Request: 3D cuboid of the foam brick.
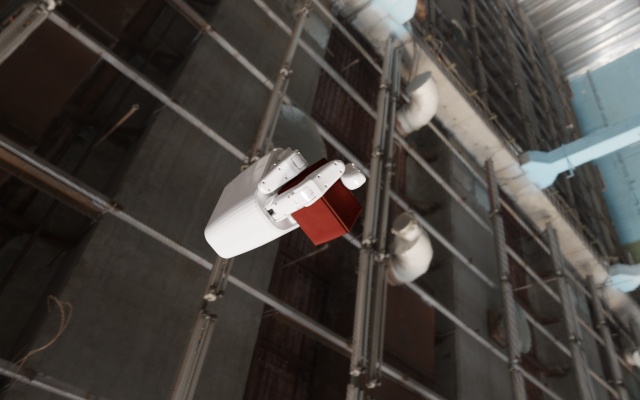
[{"bbox_3d":[0.000,0.002,0.545,0.051,0.078,0.053,-29,14,36],"label":"foam brick"}]
